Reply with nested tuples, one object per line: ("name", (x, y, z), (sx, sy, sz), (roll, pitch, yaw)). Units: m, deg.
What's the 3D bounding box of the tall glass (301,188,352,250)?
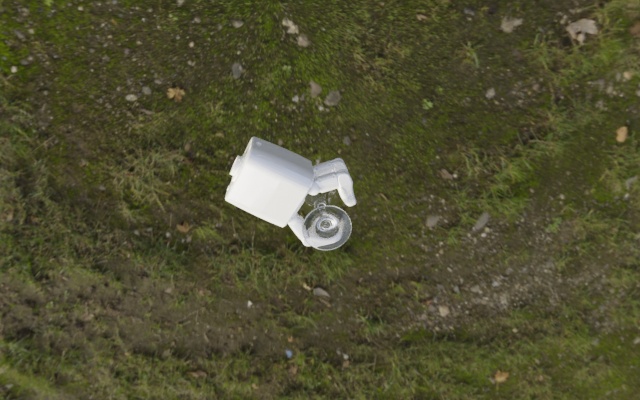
("tall glass", (0.000, 0.003, 0.797), (0.079, 0.079, 0.201), (0, 23, -6))
